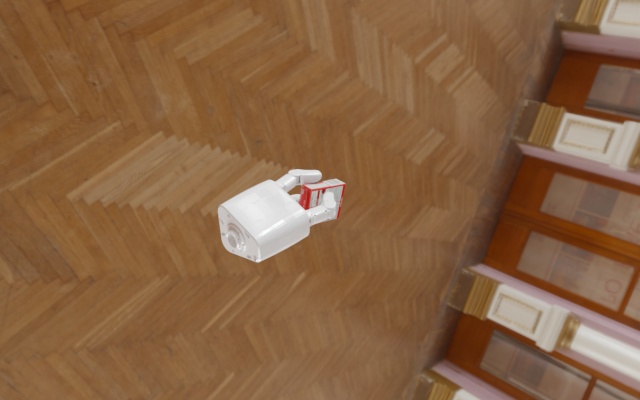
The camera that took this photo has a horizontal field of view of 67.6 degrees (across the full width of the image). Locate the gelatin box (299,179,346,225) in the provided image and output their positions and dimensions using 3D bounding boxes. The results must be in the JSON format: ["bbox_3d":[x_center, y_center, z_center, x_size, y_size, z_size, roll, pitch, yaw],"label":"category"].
[{"bbox_3d":[0.001,0.003,0.872,0.089,0.073,0.030,-12,31,-41],"label":"gelatin box"}]
